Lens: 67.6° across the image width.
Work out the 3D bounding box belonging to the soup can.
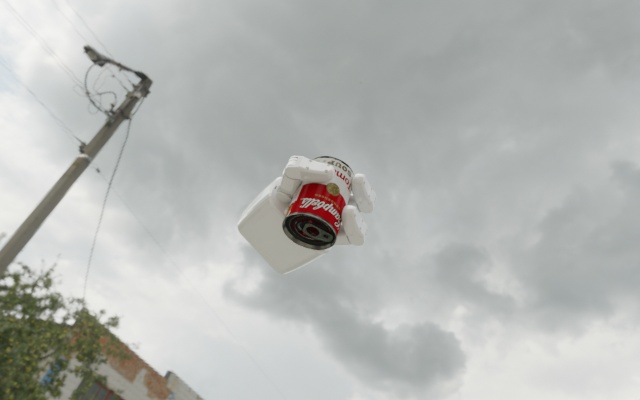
[{"bbox_3d":[0.000,0.001,0.601,0.068,0.102,0.069,12,-40,10],"label":"soup can"}]
